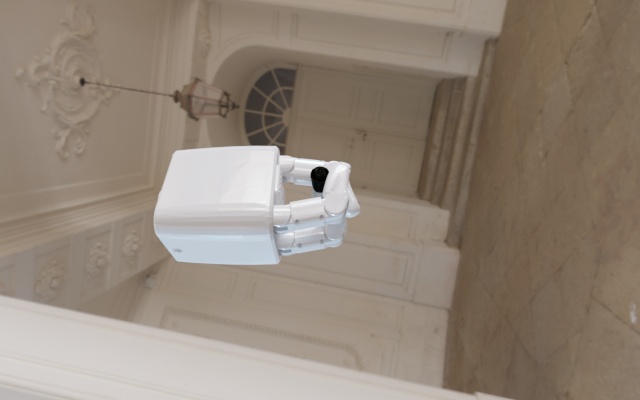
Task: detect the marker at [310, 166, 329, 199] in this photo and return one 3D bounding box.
[{"bbox_3d":[0.000,0.002,0.500,0.020,0.020,0.121,0,-29,1],"label":"marker"}]
